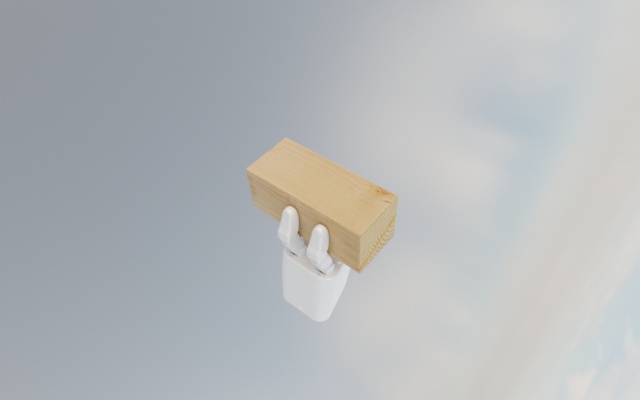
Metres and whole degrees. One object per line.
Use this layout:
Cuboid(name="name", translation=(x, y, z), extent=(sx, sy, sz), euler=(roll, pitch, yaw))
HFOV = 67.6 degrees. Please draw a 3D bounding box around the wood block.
Cuboid(name="wood block", translation=(0.000, 0.002, 0.699), extent=(0.206, 0.090, 0.090), euler=(30, 56, 27))
